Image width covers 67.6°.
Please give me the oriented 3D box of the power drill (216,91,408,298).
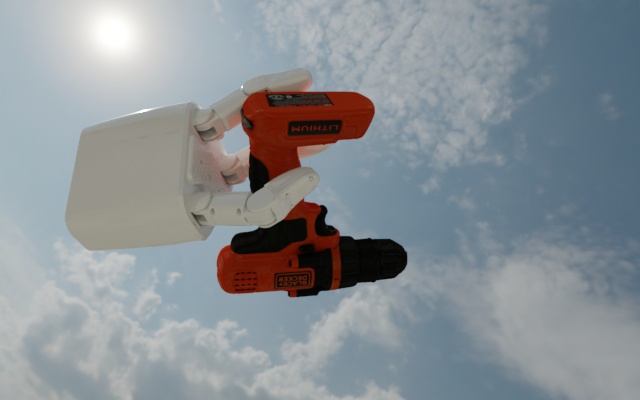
[{"bbox_3d":[0.000,0.001,0.423,0.184,0.188,0.057,-3,27,-14],"label":"power drill"}]
